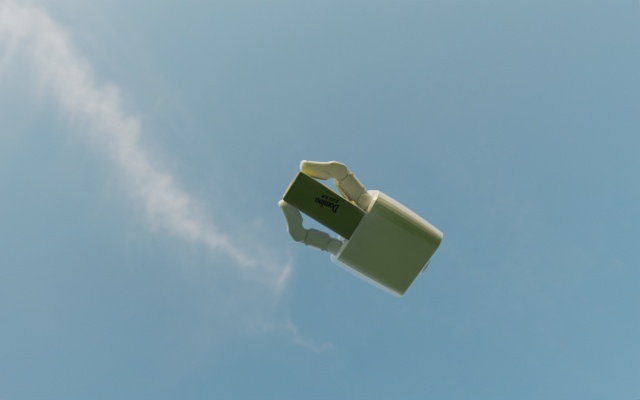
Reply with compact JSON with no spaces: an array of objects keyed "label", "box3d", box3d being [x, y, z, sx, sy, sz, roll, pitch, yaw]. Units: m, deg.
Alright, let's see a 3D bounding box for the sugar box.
[{"label":"sugar box","box3d":[0.001,0.002,0.626,0.093,0.048,0.176,32,-2,-5]}]
